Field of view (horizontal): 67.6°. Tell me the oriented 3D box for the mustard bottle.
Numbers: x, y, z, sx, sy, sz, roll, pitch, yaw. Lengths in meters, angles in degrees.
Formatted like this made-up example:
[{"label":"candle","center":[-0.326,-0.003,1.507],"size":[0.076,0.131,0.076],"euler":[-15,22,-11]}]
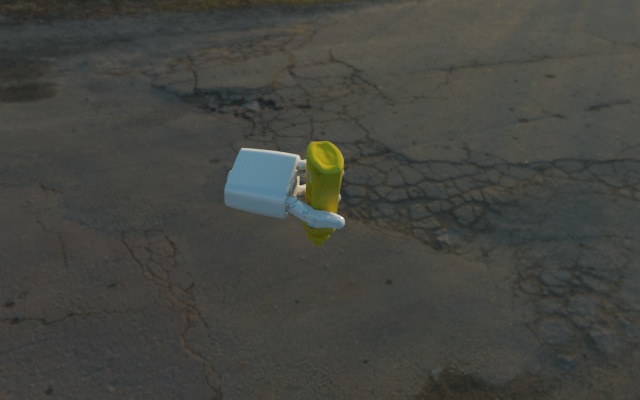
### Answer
[{"label":"mustard bottle","center":[0.000,0.002,0.815],"size":[0.058,0.192,0.096],"euler":[-5,38,-14]}]
